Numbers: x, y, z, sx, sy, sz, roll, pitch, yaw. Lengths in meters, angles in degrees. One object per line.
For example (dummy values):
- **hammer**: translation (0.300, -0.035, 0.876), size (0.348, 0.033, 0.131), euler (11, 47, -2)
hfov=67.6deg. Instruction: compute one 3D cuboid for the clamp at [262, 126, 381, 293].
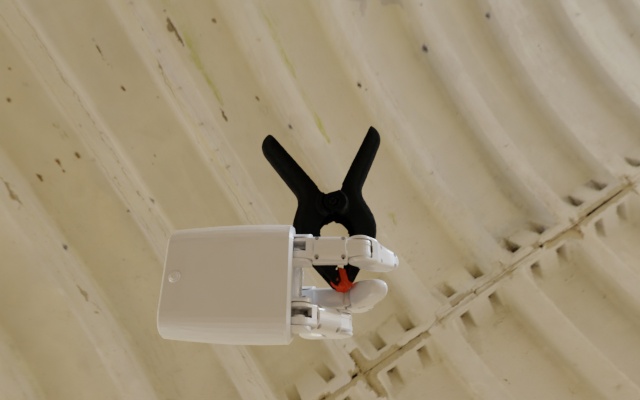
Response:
- **clamp**: translation (0.000, 0.002, 0.462), size (0.120, 0.171, 0.039), euler (0, -25, 3)
